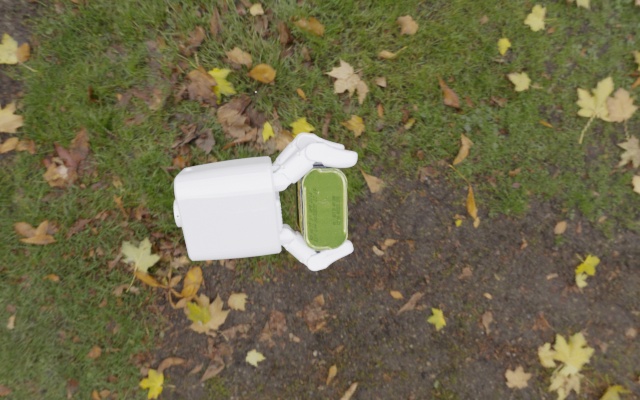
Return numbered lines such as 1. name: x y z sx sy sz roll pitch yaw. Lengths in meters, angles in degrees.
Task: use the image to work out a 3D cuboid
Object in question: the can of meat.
1. can of meat: 0.000 0.002 0.576 0.057 0.102 0.084 -4 13 -6
